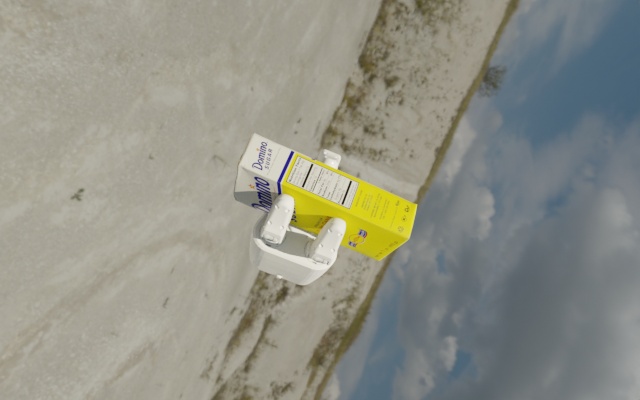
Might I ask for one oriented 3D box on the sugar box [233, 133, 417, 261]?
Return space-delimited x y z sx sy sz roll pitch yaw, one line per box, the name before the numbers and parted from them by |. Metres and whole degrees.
sugar box | 0.000 0.002 0.490 0.176 0.048 0.093 21 -24 -4
